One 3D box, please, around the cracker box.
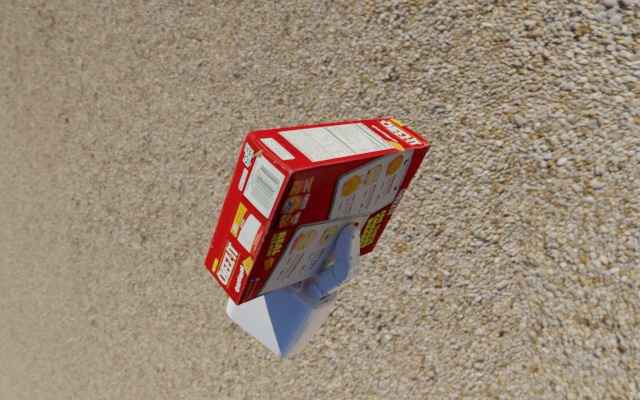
[{"bbox_3d":[0.000,0.002,0.499,0.213,0.164,0.072,-15,49,-45],"label":"cracker box"}]
